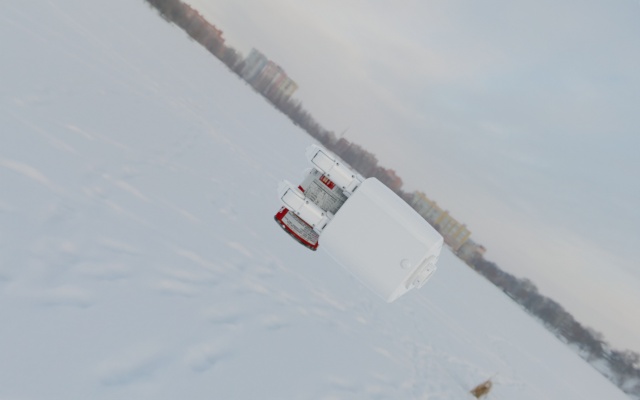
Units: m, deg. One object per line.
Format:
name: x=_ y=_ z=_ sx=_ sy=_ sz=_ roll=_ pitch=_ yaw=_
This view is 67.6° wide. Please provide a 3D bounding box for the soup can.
soup can: x=0.000 y=0.001 z=0.586 sx=0.068 sy=0.102 sz=0.068 roll=39 pitch=6 yaw=-4
